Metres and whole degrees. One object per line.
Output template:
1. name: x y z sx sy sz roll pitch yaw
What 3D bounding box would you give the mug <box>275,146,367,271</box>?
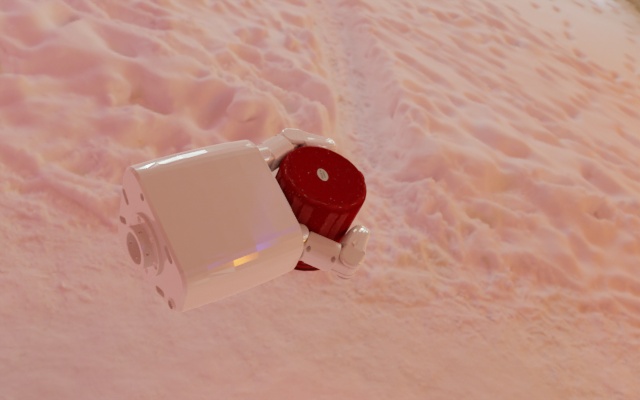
1. mug: 0.001 0.001 0.452 0.117 0.093 0.081 -20 -31 -40
